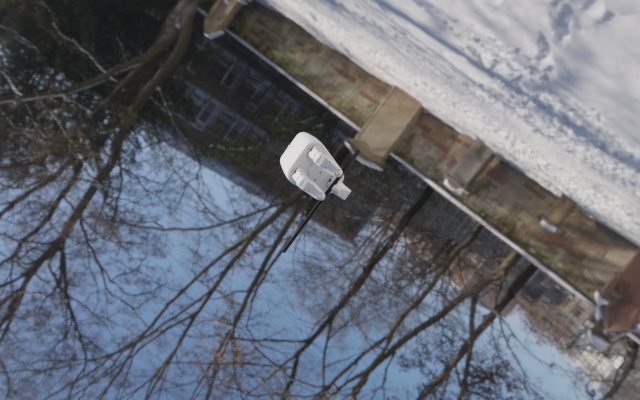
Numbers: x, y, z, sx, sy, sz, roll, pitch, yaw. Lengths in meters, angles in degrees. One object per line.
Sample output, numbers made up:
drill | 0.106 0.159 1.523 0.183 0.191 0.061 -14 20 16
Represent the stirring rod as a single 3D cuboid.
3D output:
stirring rod | 0.000 0.003 0.897 0.011 0.239 0.011 36 8 -6
